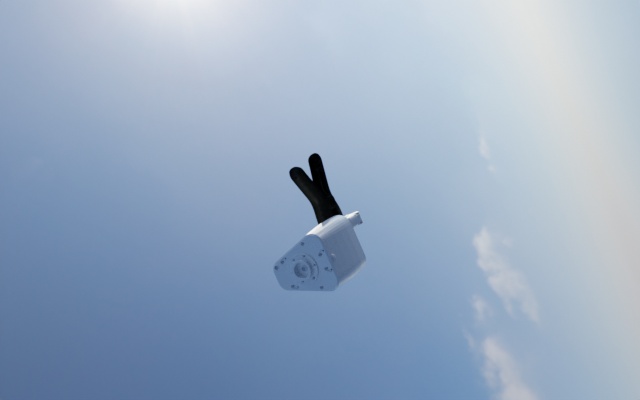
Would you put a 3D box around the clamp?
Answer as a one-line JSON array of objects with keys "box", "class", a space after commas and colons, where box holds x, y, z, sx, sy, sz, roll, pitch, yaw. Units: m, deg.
[{"box": [0.000, 0.003, 0.821, 0.039, 0.171, 0.120, -24, 1, 28], "class": "clamp"}]
